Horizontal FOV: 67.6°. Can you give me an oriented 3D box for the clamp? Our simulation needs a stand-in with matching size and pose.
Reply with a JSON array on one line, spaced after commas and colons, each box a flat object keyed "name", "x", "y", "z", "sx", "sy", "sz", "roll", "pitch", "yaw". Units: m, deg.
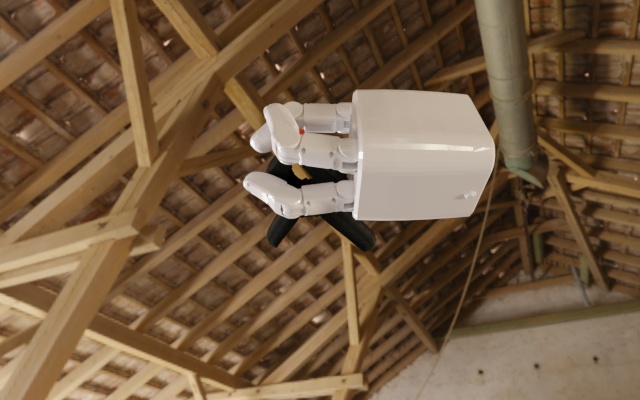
[{"name": "clamp", "x": 0.000, "y": 0.001, "z": 0.474, "sx": 0.120, "sy": 0.039, "sz": 0.172, "roll": 2, "pitch": -35, "yaw": 1}]
